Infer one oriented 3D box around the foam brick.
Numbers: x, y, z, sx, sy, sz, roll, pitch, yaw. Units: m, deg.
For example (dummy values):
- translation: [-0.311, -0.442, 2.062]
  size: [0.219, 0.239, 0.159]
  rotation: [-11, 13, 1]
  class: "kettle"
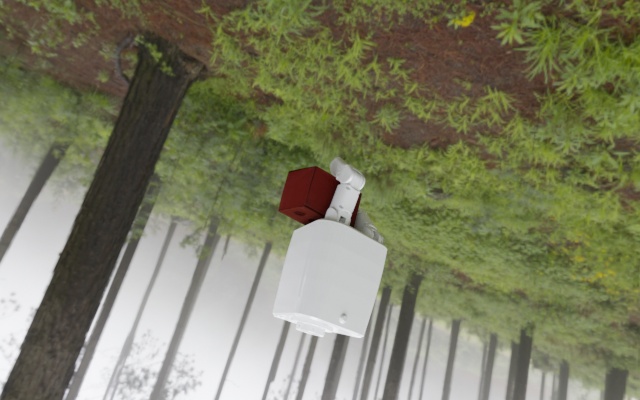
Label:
- translation: [0.000, 0.002, 0.555]
  size: [0.078, 0.051, 0.053]
  rotation: [29, -23, -33]
  class: "foam brick"
